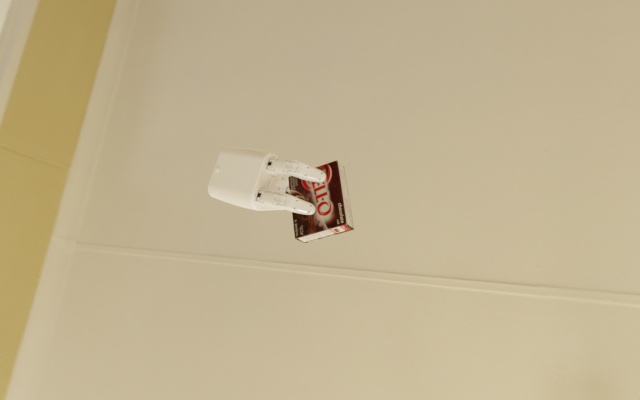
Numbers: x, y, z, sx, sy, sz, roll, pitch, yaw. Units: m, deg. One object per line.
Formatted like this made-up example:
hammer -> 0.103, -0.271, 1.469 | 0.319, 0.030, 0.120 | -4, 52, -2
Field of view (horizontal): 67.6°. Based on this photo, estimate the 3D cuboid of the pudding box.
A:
pudding box -> 0.000, 0.003, 0.759 | 0.090, 0.113, 0.039 | -18, -23, 22
